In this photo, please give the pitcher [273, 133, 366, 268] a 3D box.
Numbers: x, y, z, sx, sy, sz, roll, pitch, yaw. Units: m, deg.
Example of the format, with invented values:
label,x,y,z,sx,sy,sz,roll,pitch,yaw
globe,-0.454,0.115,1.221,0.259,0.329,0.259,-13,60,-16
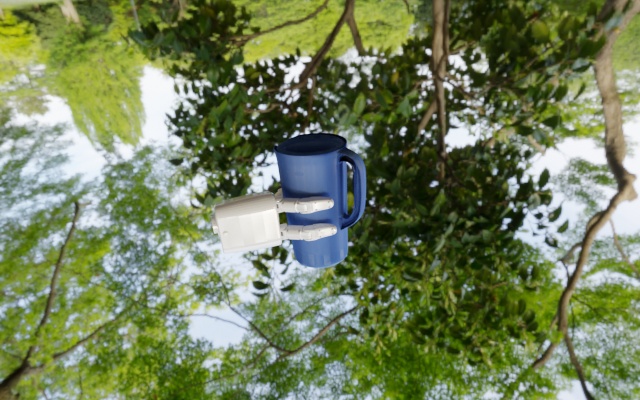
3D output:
label,x,y,z,sx,sy,sz,roll,pitch,yaw
pitcher,0.000,0.003,0.899,0.145,0.243,0.149,-11,25,-11
